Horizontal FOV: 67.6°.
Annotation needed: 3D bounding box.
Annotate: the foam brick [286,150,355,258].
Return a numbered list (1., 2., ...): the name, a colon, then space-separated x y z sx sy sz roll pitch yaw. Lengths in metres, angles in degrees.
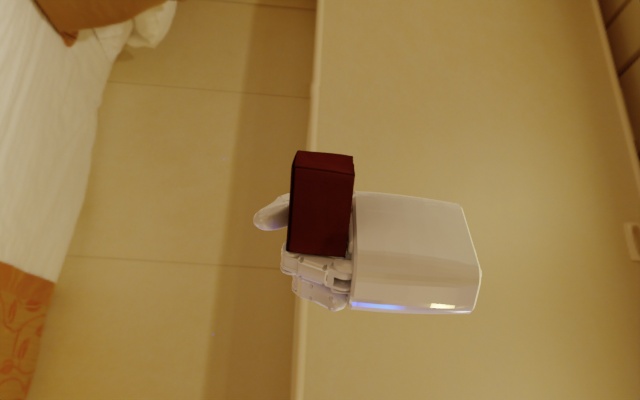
1. foam brick: 0.000 0.001 0.411 0.051 0.078 0.053 5 23 0
